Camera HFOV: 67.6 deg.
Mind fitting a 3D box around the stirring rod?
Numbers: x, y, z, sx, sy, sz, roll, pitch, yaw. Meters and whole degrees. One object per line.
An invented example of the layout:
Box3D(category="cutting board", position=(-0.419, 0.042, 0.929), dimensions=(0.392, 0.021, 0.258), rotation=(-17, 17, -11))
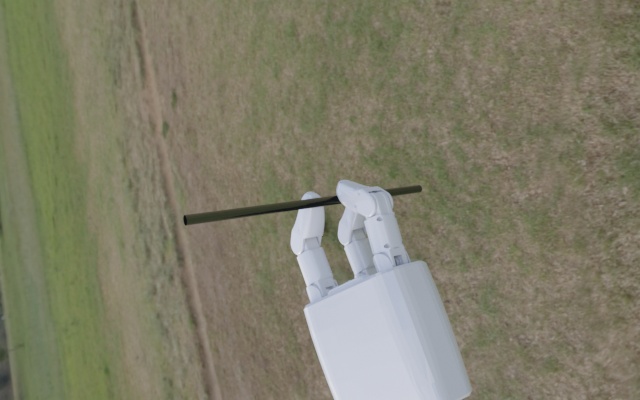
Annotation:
Box3D(category="stirring rod", position=(0.000, 0.001, 0.417), dimensions=(0.239, 0.011, 0.011), rotation=(-8, 4, -33))
